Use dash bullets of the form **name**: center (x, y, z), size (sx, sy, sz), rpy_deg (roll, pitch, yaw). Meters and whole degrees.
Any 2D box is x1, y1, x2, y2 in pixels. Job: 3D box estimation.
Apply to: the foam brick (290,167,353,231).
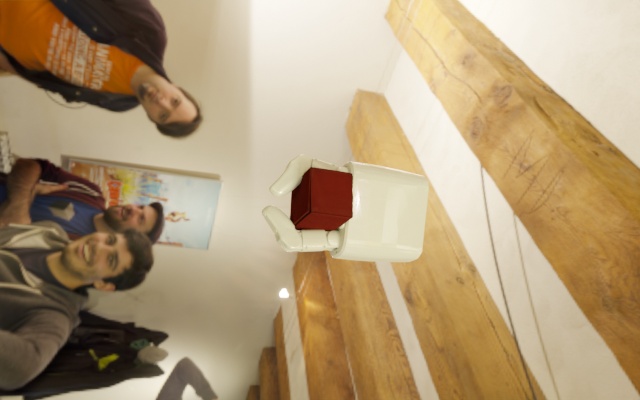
- **foam brick**: center (0.000, 0.002, 0.544), size (0.051, 0.053, 0.078), rpy_deg (8, -19, -17)
